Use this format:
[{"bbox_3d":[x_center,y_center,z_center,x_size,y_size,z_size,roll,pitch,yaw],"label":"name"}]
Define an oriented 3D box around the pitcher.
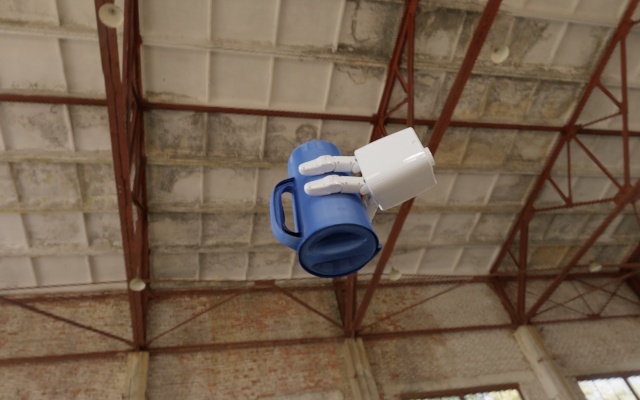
[{"bbox_3d":[0.000,0.003,0.837,0.145,0.242,0.149,-25,-46,10],"label":"pitcher"}]
